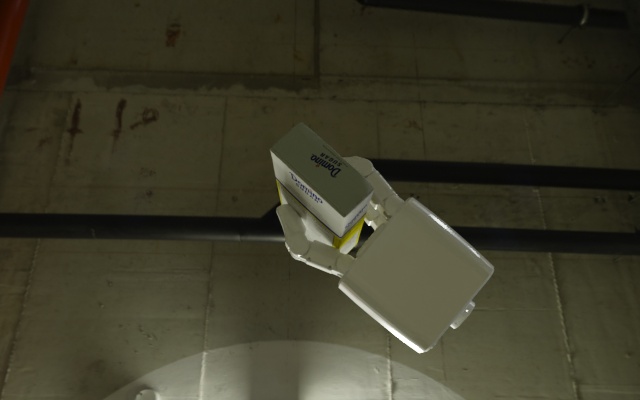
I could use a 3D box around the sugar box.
[{"bbox_3d":[0.001,0.001,0.487,0.048,0.093,0.176,-43,-13,-17],"label":"sugar box"}]
